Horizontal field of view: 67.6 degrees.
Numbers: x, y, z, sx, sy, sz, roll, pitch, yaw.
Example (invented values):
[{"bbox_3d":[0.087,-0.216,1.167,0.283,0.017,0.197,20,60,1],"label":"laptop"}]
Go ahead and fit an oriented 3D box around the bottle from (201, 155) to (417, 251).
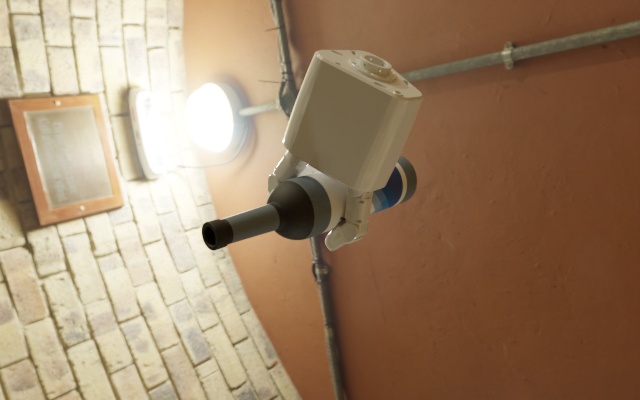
[{"bbox_3d":[0.000,0.002,0.536,0.069,0.069,0.295,0,12,45],"label":"bottle"}]
